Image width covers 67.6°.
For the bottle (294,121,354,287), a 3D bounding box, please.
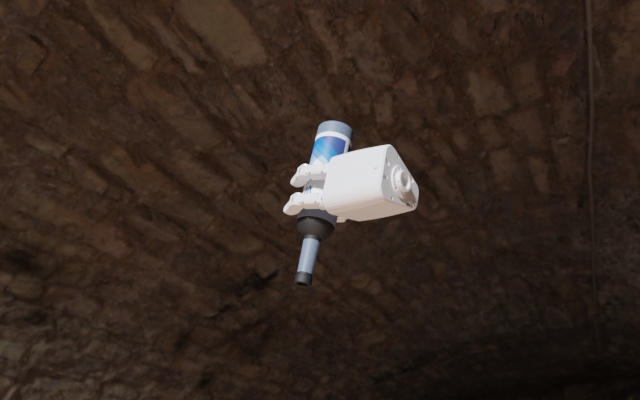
[{"bbox_3d":[0.000,0.002,0.810,0.069,0.295,0.069,10,-26,5],"label":"bottle"}]
